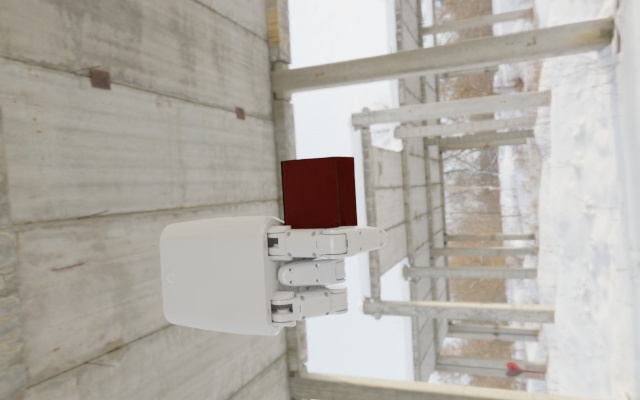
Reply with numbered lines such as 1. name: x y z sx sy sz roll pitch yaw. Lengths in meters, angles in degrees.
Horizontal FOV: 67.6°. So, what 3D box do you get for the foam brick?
1. foam brick: 0.000 0.001 0.416 0.051 0.078 0.053 -2 1 22
